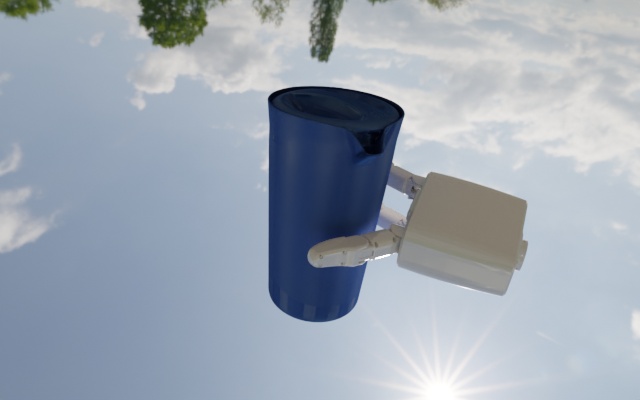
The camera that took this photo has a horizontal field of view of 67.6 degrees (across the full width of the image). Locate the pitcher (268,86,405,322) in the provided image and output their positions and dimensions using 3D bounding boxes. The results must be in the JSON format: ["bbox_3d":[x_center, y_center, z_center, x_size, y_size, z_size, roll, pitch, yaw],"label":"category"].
[{"bbox_3d":[0.000,0.002,0.523,0.145,0.243,0.149,15,28,15],"label":"pitcher"}]
